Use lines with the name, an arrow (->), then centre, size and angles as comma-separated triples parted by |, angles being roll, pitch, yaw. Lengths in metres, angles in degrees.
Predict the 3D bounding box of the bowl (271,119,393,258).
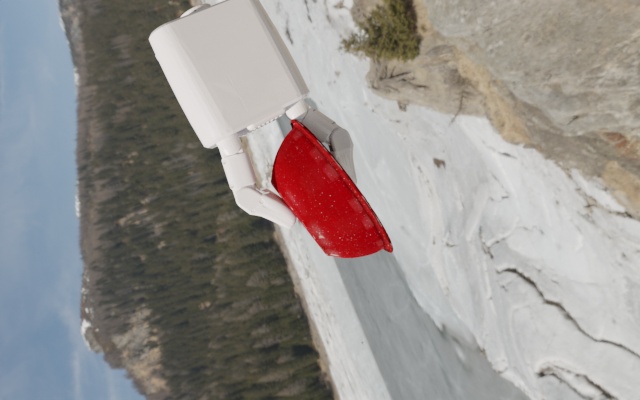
bowl -> 0.001, 0.003, 0.467 | 0.055, 0.162, 0.162 | -38, 3, -4
